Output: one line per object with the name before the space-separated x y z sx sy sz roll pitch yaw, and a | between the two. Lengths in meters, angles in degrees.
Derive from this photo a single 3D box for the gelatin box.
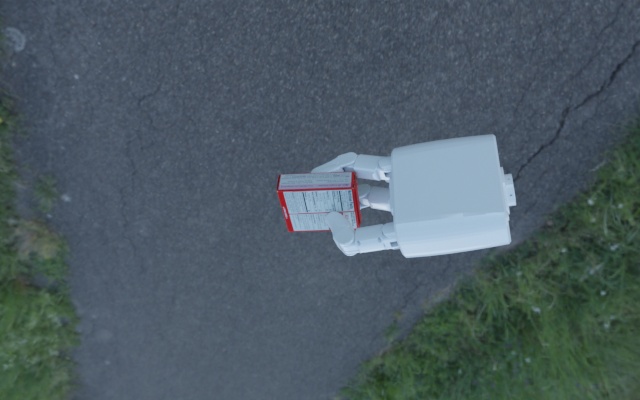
gelatin box | 0.000 0.002 0.550 0.089 0.030 0.073 -3 -42 8
